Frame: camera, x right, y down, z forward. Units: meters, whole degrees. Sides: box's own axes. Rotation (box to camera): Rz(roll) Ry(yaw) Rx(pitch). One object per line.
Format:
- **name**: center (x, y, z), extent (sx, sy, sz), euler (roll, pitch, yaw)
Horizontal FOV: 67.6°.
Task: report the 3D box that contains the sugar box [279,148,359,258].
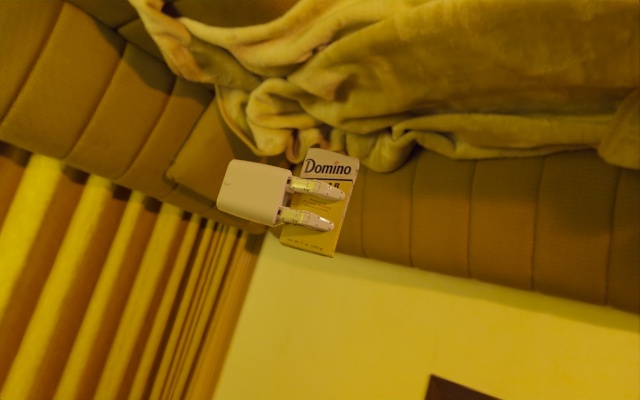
- **sugar box**: center (0.000, 0.003, 0.817), extent (0.093, 0.176, 0.048), euler (14, -11, 9)
